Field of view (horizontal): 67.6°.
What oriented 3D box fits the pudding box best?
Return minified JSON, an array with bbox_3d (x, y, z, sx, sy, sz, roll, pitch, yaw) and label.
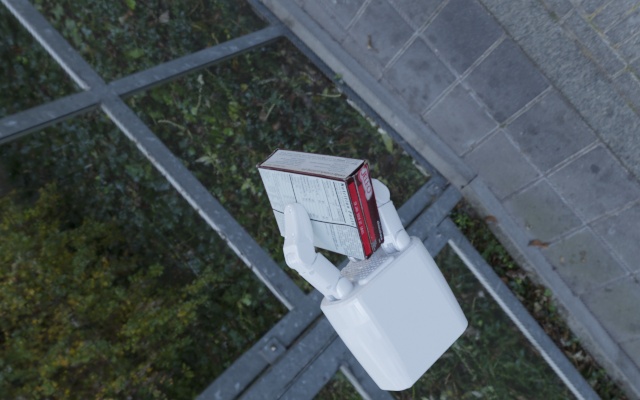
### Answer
[{"bbox_3d":[0.000,0.002,0.454,0.113,0.090,0.039,11,39,37],"label":"pudding box"}]
